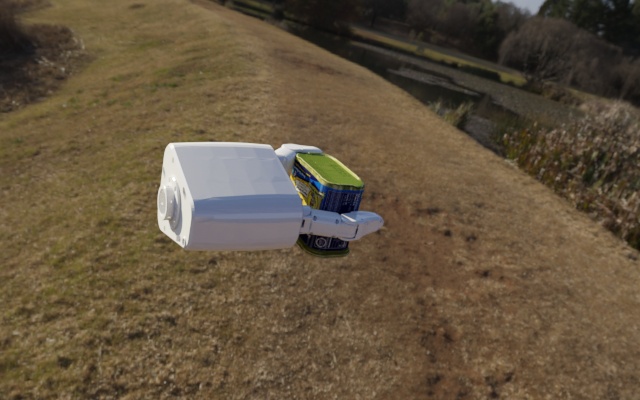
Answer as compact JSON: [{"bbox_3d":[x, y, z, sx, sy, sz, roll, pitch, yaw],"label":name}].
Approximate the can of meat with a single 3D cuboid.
[{"bbox_3d":[0.000,0.001,0.529,0.057,0.084,0.102,1,25,-30],"label":"can of meat"}]
